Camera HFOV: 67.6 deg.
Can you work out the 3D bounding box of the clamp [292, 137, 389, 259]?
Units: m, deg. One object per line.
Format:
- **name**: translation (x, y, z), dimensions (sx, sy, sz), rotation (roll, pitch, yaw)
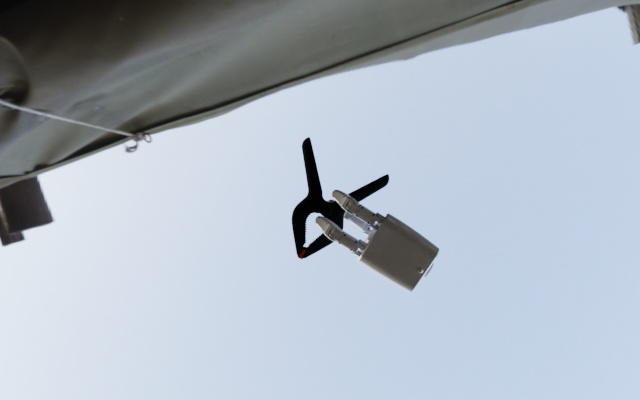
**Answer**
- **clamp**: translation (0.000, 0.003, 0.849), dimensions (0.164, 0.210, 0.036), rotation (33, 10, 4)
